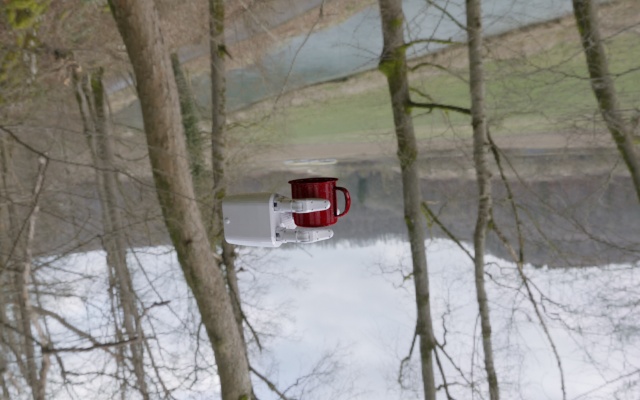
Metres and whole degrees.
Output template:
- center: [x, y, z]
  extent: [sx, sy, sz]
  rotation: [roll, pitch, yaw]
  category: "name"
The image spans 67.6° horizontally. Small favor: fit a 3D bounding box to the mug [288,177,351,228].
- center: [0.002, 0.003, 0.866]
  extent: [0.117, 0.081, 0.093]
  rotation: [0, 9, 24]
  category: "mug"
